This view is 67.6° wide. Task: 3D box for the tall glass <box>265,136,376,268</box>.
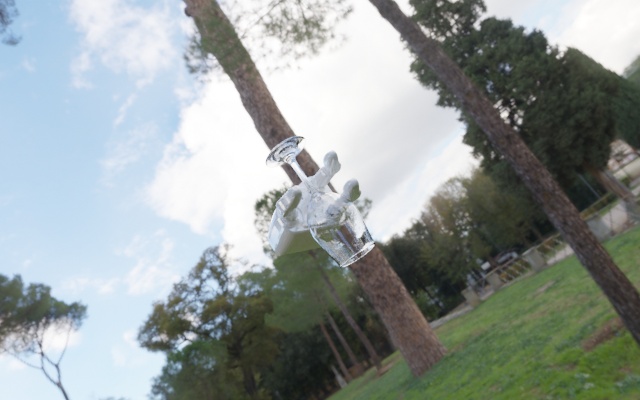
[{"bbox_3d":[0.000,0.002,0.718,0.079,0.201,0.079,-32,-16,-10],"label":"tall glass"}]
